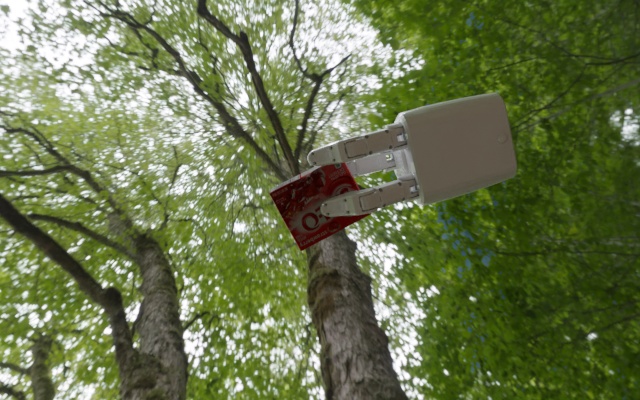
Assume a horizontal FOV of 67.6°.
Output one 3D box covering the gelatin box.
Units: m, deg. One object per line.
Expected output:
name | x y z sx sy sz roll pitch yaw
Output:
gelatin box | 0.000 0.002 0.521 0.089 0.073 0.030 -27 10 3
